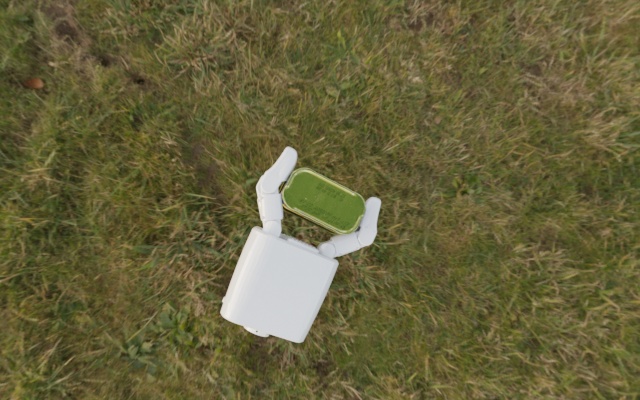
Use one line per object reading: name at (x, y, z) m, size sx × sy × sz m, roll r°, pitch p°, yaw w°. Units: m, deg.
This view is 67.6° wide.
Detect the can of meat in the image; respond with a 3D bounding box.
can of meat at (0.000, 0.002, 0.580) m, size 0.102 × 0.057 × 0.084 m, roll 26°, pitch -4°, yaw -5°
